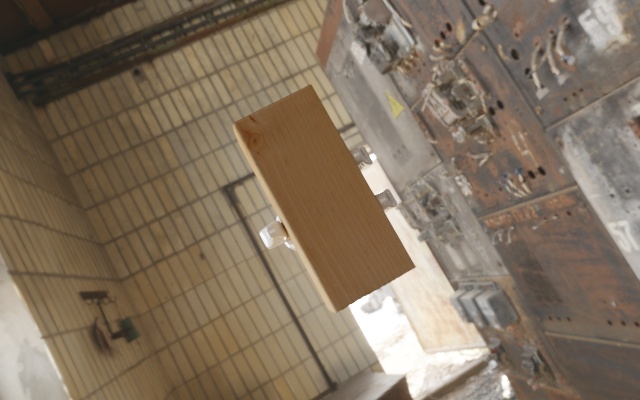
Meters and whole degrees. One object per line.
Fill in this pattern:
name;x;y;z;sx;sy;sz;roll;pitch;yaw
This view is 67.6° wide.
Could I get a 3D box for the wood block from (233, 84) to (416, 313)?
wood block;0.000;0.002;0.497;0.091;0.206;0.090;-29;-7;-8
